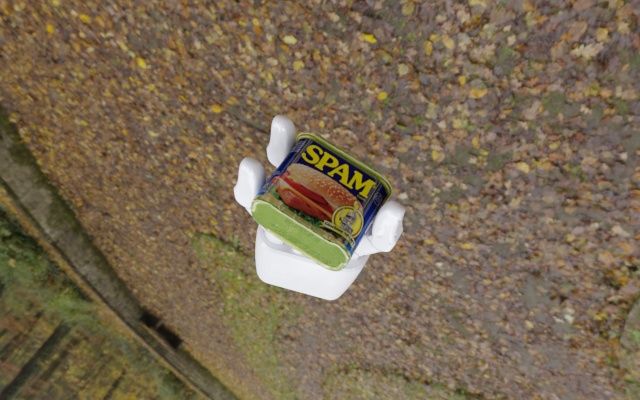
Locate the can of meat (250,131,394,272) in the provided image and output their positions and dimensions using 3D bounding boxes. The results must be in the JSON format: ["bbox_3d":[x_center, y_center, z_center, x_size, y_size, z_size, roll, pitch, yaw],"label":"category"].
[{"bbox_3d":[0.000,0.002,0.425,0.102,0.084,0.057,32,-29,4],"label":"can of meat"}]
